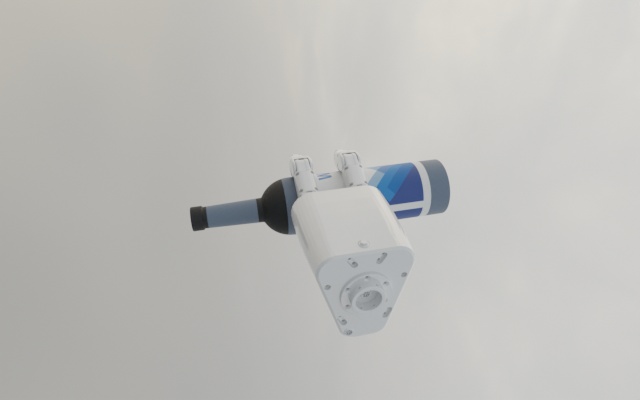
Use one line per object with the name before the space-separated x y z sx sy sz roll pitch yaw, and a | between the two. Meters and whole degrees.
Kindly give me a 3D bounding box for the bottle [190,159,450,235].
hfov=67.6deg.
bottle | 0.000 0.002 0.557 0.296 0.069 0.069 -8 1 -10
